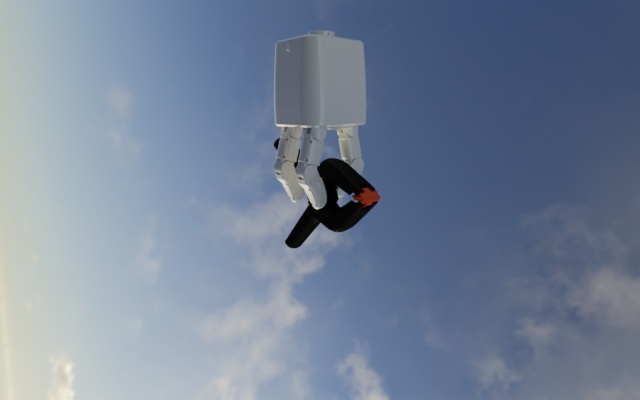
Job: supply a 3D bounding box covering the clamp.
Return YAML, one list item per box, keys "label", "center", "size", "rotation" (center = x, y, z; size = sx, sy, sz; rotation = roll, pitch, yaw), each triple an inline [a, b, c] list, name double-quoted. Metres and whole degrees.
- label: "clamp"
  center: [0.001, 0.002, 0.638]
  size: [0.036, 0.164, 0.210]
  rotation: [-12, 15, -33]
